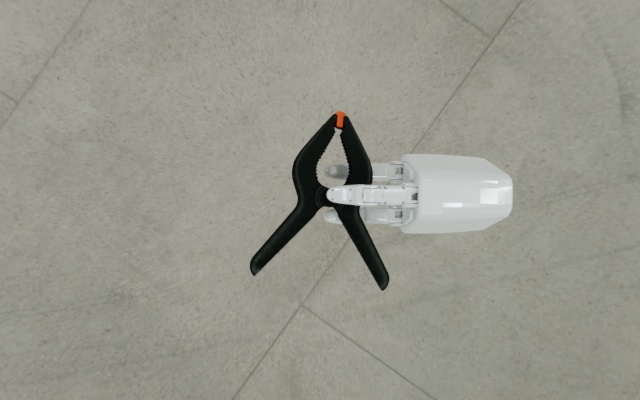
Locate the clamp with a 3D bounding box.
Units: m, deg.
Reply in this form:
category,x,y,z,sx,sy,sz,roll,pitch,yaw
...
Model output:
category,x,y,z,sx,sy,sz,roll,pitch,yaw
clamp,0.000,0.001,0.558,0.164,0.210,0.036,0,2,-4
